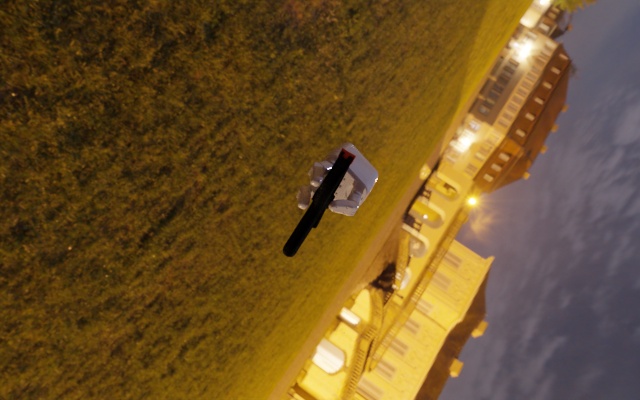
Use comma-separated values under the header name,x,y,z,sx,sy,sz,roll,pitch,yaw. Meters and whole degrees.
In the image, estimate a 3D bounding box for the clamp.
name,x,y,z,sx,sy,sz,roll,pitch,yaw
clamp,0.001,0.003,0.873,0.036,0.210,0.164,31,30,4
